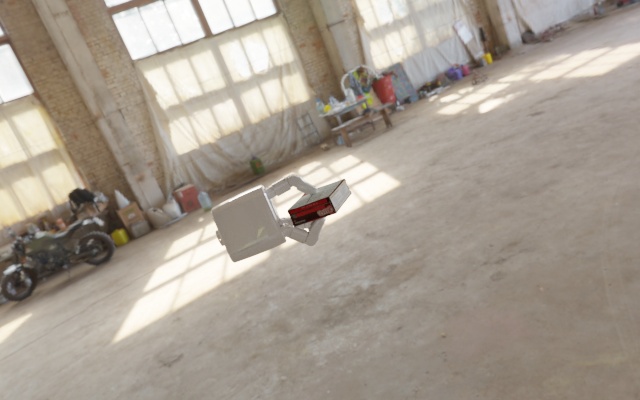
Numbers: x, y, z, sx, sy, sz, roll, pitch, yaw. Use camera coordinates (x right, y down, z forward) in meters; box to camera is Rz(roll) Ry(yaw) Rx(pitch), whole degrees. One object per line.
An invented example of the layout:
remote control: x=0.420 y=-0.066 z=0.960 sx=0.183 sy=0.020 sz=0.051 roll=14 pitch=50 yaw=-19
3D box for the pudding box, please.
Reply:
pudding box: x=0.000 y=0.003 z=0.895 sx=0.090 sy=0.039 sz=0.113 roll=-17 pitch=15 yaw=24
